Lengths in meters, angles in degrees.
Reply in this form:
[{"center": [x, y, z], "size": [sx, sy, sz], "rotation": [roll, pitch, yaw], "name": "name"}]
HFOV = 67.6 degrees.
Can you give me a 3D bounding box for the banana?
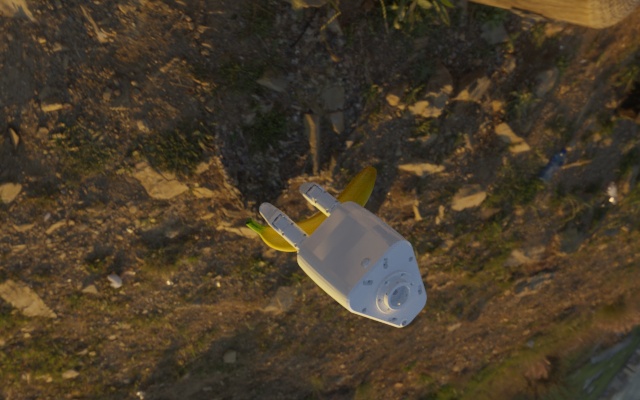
[{"center": [0.002, 0.020, 0.648], "size": [0.198, 0.070, 0.037], "rotation": [-25, 24, -19], "name": "banana"}]
